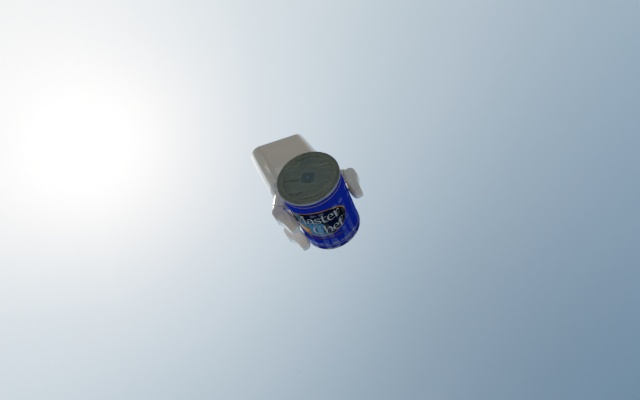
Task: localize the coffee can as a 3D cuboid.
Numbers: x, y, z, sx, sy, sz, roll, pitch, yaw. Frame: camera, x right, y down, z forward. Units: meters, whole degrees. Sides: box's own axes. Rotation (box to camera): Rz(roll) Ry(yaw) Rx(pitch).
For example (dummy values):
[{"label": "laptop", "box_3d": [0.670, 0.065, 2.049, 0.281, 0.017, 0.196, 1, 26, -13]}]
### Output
[{"label": "coffee can", "box_3d": [0.000, 0.003, 0.789, 0.103, 0.102, 0.140, 0, -35, 21]}]
